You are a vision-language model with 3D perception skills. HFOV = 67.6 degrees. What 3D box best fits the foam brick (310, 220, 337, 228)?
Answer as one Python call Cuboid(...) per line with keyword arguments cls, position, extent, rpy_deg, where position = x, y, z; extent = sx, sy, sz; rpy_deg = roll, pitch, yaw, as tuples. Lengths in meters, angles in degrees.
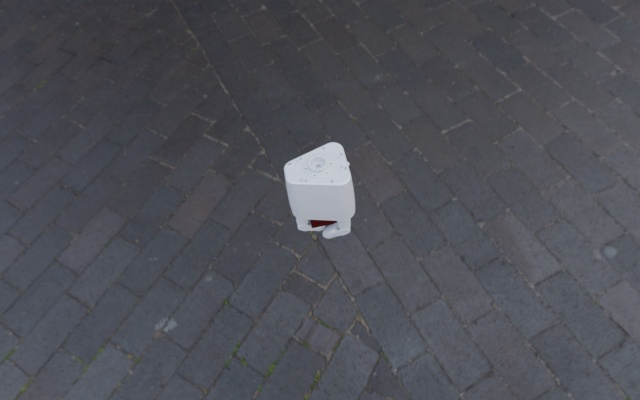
Cuboid(cls="foam brick", position=(0.000, 0.003, 0.894), extent=(0.053, 0.078, 0.051), rpy_deg=(-12, -34, -3))
